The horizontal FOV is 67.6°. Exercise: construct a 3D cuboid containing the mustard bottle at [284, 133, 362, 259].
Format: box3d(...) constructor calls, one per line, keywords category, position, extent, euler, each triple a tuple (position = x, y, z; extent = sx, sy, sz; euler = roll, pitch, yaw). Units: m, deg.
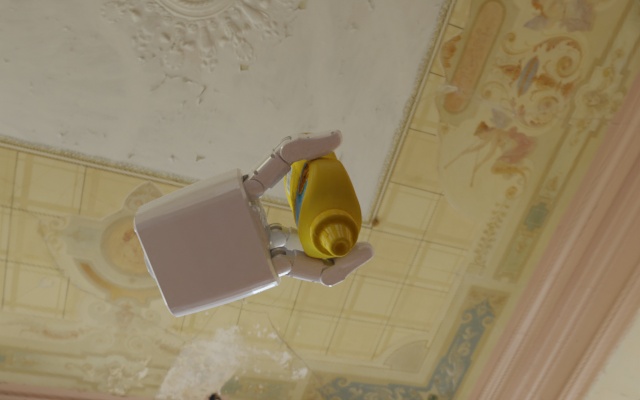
box3d(category="mustard bottle", position=(0.000, 0.001, 0.470), extent=(0.058, 0.096, 0.191), euler=(3, 22, -11))
